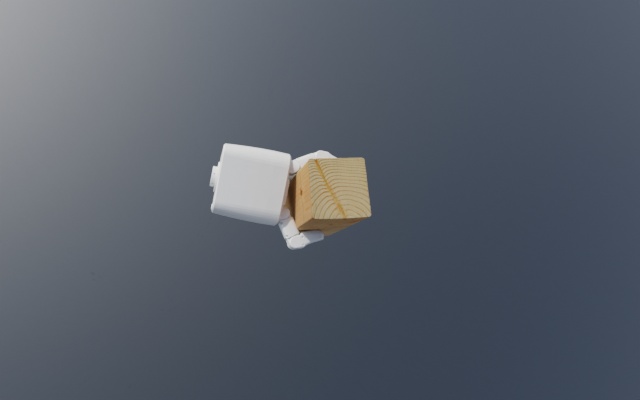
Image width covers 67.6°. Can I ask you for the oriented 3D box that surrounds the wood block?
[{"bbox_3d":[0.000,0.003,0.780,0.090,0.091,0.206,-2,-11,-16],"label":"wood block"}]
